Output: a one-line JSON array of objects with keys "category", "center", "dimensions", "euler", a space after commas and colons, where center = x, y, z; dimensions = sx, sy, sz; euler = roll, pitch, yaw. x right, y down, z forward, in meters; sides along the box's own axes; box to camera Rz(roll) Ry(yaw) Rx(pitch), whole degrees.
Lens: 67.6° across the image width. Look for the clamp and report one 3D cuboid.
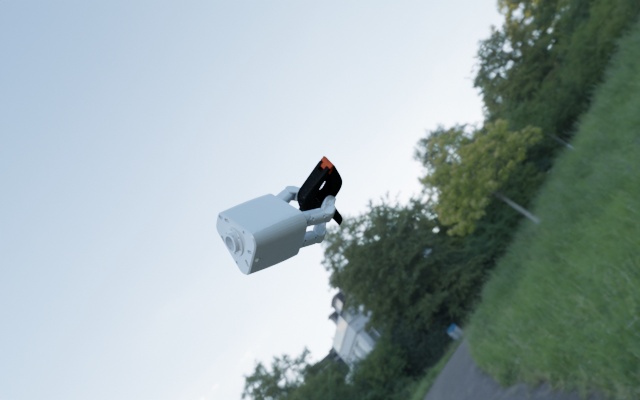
[{"category": "clamp", "center": [0.000, 0.002, 0.885], "dimensions": [0.164, 0.210, 0.036], "euler": [-20, 54, -38]}]
